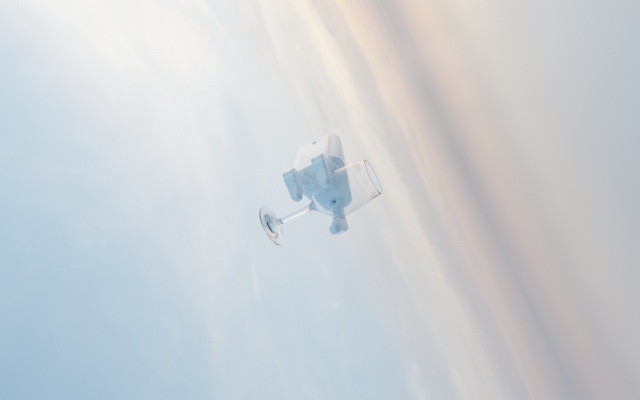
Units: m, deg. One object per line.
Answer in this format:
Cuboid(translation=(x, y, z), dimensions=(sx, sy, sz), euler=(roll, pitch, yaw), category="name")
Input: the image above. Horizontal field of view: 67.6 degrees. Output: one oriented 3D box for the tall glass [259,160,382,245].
Cuboid(translation=(0.000, 0.003, 0.804), dimensions=(0.201, 0.079, 0.079), euler=(-26, -8, 17), category="tall glass")
